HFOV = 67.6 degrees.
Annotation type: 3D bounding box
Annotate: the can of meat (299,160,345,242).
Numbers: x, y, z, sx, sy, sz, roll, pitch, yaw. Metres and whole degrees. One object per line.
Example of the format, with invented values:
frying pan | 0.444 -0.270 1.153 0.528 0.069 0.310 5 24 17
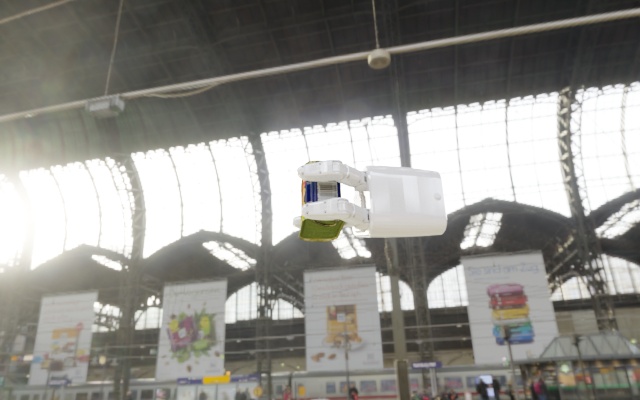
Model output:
can of meat | 0.000 0.002 0.666 0.057 0.084 0.102 1 -22 -6
